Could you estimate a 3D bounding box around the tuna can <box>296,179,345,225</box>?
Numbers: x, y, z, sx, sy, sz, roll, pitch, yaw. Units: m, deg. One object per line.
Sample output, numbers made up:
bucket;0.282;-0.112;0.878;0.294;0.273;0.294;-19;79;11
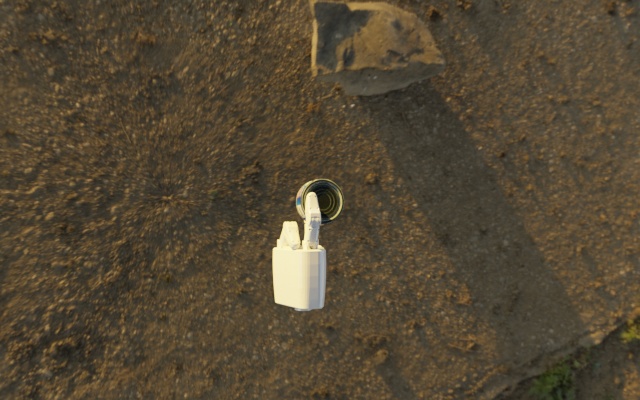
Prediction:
tuna can;0.000;0.003;0.883;0.086;0.086;0.034;0;-5;-18
